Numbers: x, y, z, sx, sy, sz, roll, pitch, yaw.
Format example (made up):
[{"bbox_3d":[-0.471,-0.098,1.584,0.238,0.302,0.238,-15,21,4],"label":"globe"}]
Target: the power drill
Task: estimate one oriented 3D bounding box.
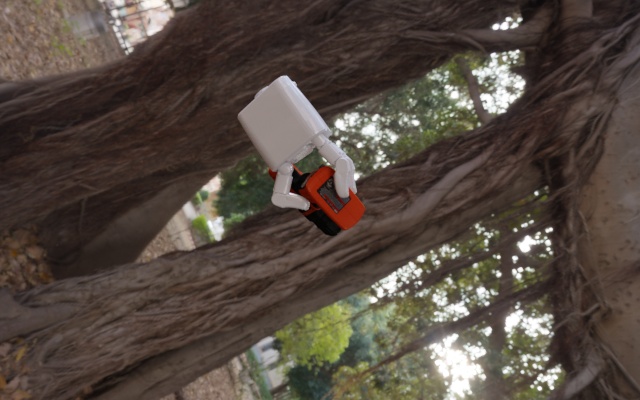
[{"bbox_3d":[0.000,0.002,0.822,0.184,0.057,0.187,47,-15,-19],"label":"power drill"}]
